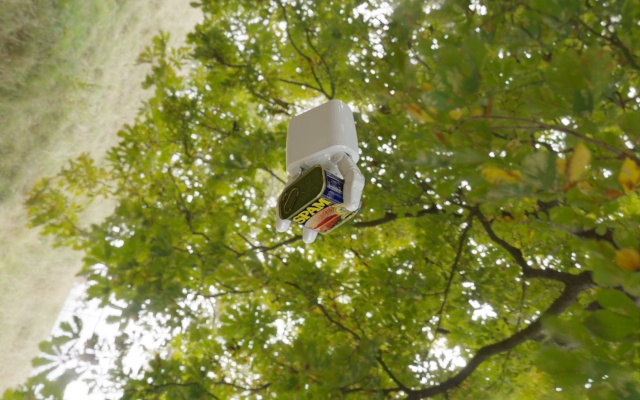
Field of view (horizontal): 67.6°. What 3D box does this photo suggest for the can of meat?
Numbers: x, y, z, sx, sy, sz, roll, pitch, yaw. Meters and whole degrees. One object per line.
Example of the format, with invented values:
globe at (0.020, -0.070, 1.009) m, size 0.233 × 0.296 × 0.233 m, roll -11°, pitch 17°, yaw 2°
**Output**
can of meat at (0.000, 0.002, 0.724) m, size 0.084 × 0.057 × 0.102 m, roll 25°, pitch -46°, yaw -36°
